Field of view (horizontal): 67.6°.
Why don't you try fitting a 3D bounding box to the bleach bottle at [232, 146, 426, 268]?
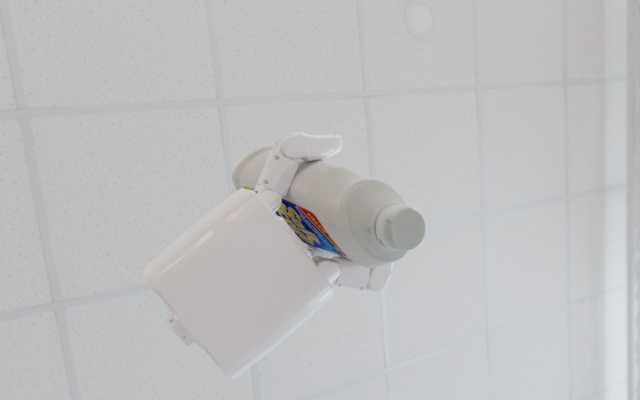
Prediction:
[{"bbox_3d":[0.000,0.001,0.428,0.068,0.102,0.251,-40,20,-17],"label":"bleach bottle"}]
